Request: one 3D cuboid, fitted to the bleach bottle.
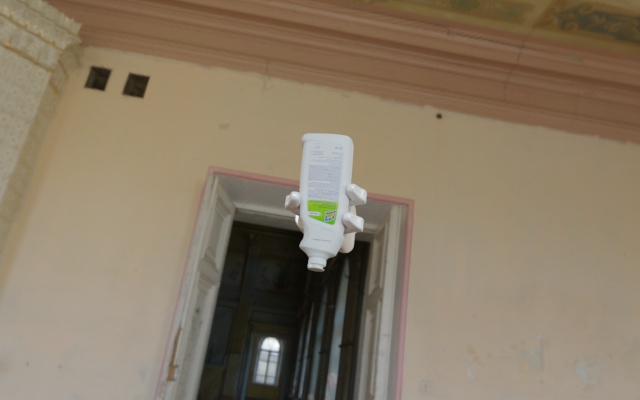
[{"bbox_3d":[0.000,0.003,0.872,0.102,0.250,0.068,4,-20,12],"label":"bleach bottle"}]
